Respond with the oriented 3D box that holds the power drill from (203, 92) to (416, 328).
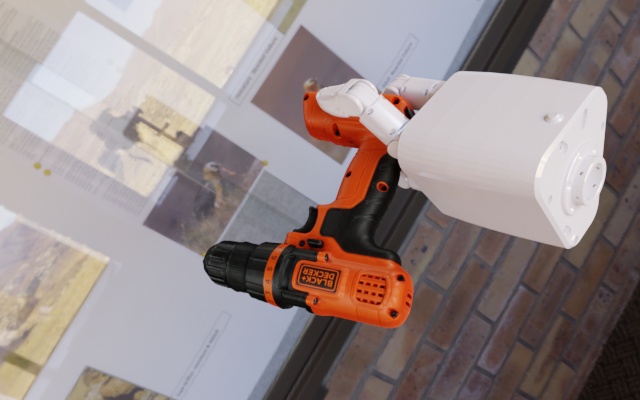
[{"bbox_3d":[0.000,0.001,0.407,0.184,0.187,0.057,8,-16,23],"label":"power drill"}]
